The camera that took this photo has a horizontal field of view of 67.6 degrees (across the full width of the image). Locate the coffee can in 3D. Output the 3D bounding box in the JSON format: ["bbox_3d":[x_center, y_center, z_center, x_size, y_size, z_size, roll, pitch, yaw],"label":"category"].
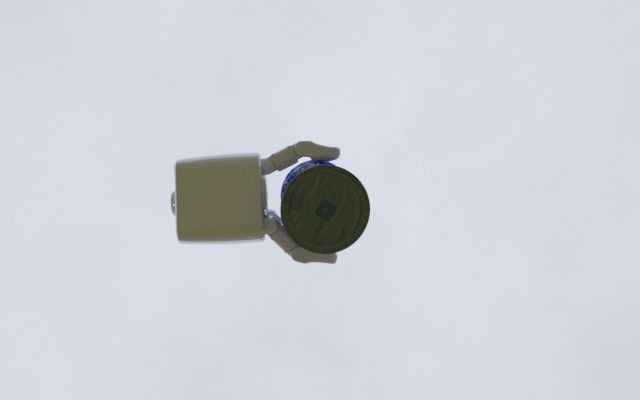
[{"bbox_3d":[0.000,0.002,0.606,0.103,0.103,0.140,0,7,-5],"label":"coffee can"}]
